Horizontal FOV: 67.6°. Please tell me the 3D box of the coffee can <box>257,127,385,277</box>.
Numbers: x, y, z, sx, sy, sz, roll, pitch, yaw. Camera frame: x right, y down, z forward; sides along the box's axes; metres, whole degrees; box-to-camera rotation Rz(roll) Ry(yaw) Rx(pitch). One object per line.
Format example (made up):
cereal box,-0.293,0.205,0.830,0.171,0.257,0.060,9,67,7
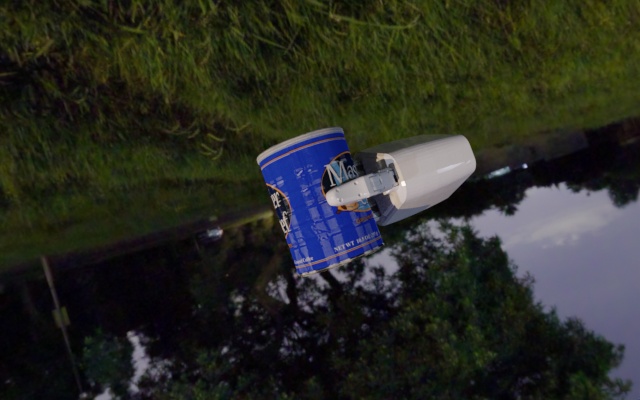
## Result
coffee can,0.000,0.002,0.536,0.103,0.140,0.103,-20,-3,-1
